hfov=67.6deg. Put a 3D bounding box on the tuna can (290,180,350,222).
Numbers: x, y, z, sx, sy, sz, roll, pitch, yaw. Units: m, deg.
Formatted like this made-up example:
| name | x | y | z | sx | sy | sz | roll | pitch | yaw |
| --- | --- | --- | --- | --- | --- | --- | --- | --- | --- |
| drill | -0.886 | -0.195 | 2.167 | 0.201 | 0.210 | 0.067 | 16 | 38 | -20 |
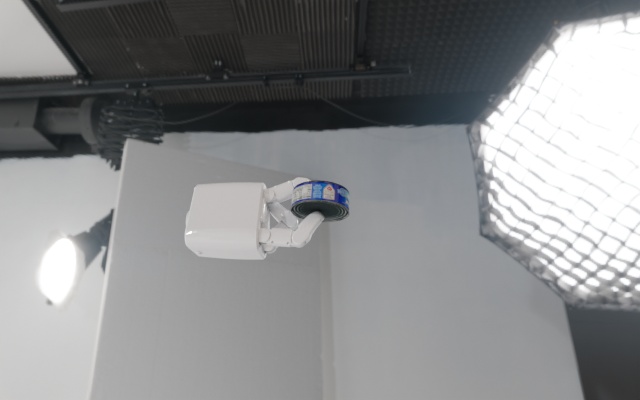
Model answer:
| name | x | y | z | sx | sy | sz | roll | pitch | yaw |
| --- | --- | --- | --- | --- | --- | --- | --- | --- | --- |
| tuna can | 0.000 | 0.002 | 0.699 | 0.086 | 0.033 | 0.086 | 3 | -22 | 1 |
